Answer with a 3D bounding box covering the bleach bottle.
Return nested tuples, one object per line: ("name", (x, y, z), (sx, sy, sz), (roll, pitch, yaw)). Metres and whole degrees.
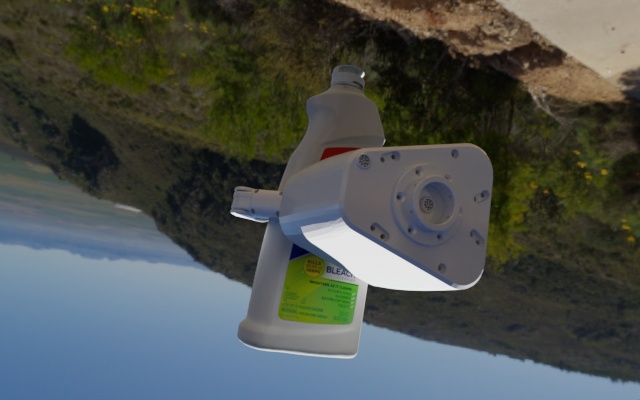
("bleach bottle", (0.000, 0.001, 0.417), (0.102, 0.250, 0.068), (12, -10, -21))
